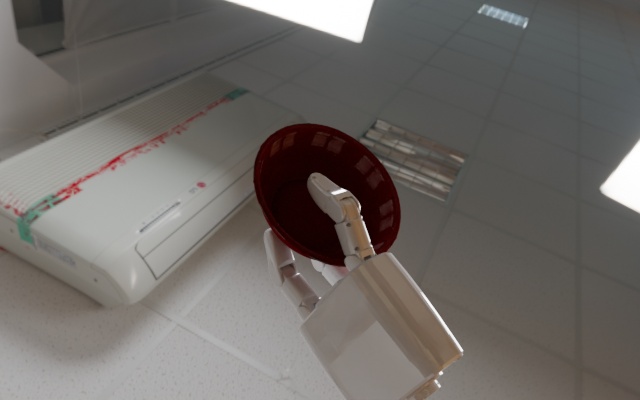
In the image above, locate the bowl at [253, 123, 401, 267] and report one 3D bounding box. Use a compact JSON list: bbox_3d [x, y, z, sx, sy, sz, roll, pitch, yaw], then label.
[{"bbox_3d":[0.000,0.001,0.488,0.162,0.162,0.055,0,-28,-30],"label":"bowl"}]
